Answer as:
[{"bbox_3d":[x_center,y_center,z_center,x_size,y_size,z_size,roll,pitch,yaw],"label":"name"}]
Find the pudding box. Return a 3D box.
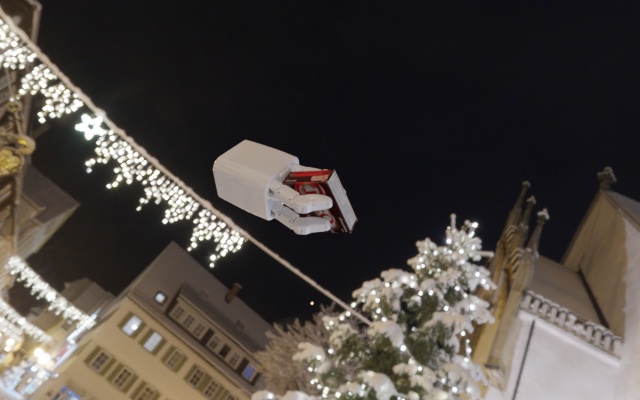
[{"bbox_3d":[0.000,0.002,0.792,0.090,0.114,0.039,0,43,36],"label":"pudding box"}]
